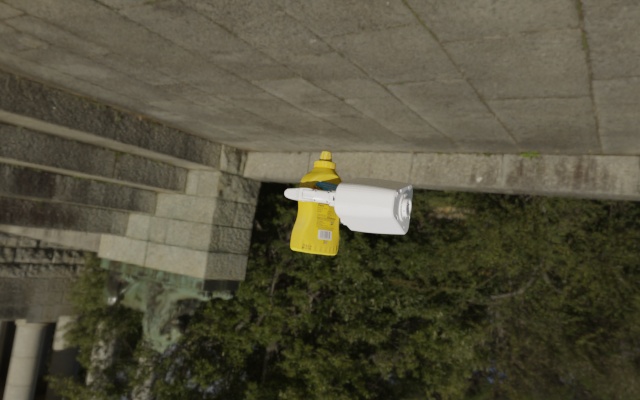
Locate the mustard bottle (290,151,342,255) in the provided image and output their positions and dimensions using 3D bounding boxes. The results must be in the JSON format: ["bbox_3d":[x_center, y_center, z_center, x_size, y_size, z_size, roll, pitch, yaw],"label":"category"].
[{"bbox_3d":[0.000,0.003,0.892,0.096,0.191,0.058,11,-6,-39],"label":"mustard bottle"}]
